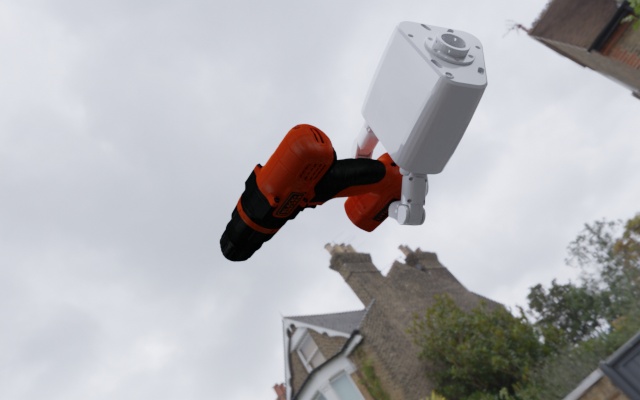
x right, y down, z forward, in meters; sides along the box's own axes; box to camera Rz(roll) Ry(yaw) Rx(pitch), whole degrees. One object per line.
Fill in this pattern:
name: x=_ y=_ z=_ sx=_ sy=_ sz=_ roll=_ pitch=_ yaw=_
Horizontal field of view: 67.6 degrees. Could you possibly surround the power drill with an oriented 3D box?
power drill: x=0.001 y=0.001 z=0.512 sx=0.187 sy=0.057 sz=0.184 roll=-2 pitch=-36 yaw=-43
